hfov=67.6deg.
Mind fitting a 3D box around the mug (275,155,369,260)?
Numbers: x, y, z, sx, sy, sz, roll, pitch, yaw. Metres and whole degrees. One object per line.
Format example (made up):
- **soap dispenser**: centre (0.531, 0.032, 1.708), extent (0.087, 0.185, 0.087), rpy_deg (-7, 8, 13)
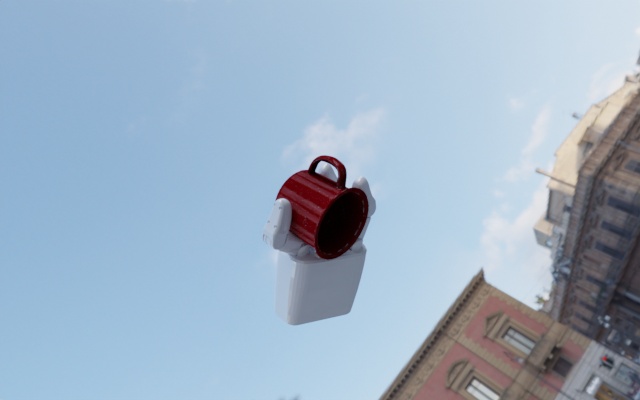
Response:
- **mug**: centre (0.000, 0.001, 0.577), extent (0.081, 0.117, 0.093), rpy_deg (29, 31, 36)
